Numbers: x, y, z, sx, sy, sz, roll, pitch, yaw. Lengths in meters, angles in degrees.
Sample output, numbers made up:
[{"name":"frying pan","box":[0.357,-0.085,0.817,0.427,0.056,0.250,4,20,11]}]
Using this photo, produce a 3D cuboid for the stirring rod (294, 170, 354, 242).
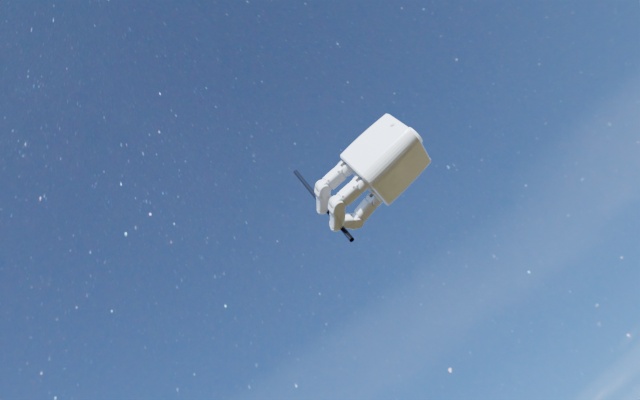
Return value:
[{"name":"stirring rod","box":[0.000,0.003,0.836,0.011,0.011,0.239,0,29,-28]}]
